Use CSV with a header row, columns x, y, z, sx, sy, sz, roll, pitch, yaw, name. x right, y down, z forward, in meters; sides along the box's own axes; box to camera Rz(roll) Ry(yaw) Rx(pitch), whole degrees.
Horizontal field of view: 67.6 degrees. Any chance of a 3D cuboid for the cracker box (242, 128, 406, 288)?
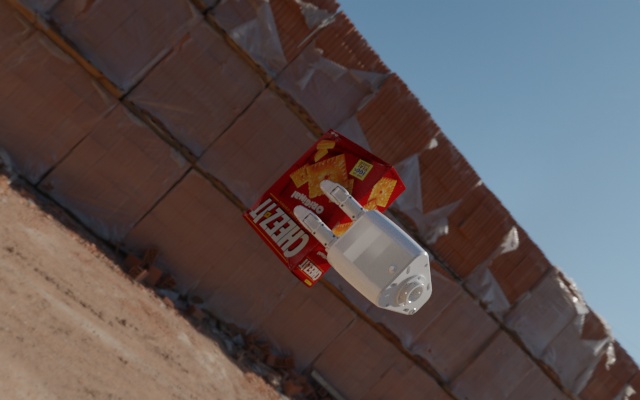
x,y,z,sx,sy,sz,roll,pitch,yaw,name
0.000,0.002,0.755,0.164,0.213,0.072,41,-7,44,cracker box
